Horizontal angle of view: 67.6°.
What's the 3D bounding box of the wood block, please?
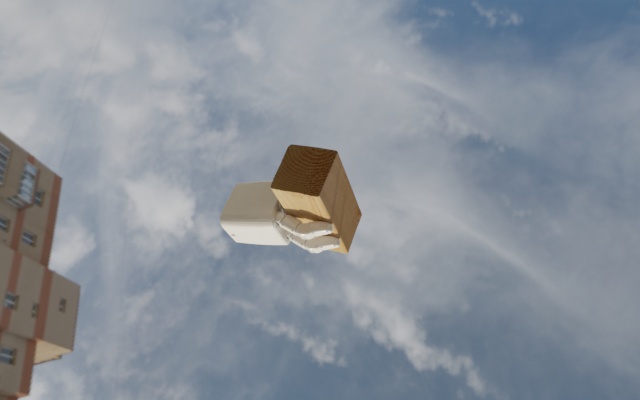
[{"bbox_3d":[0.000,0.002,0.840,0.090,0.090,0.206,10,-27,23],"label":"wood block"}]
